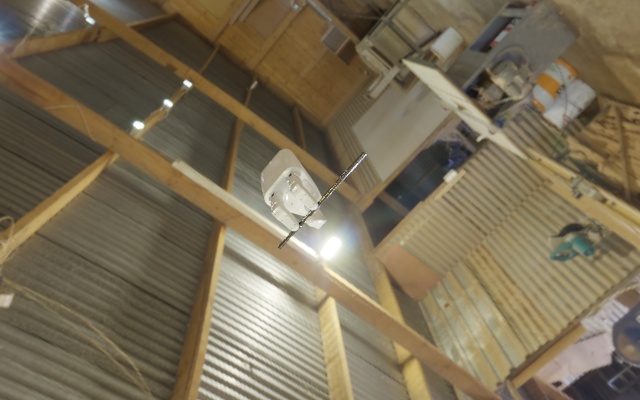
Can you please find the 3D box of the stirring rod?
[{"bbox_3d":[0.000,0.003,0.877,0.011,0.239,0.011,39,14,-12],"label":"stirring rod"}]
